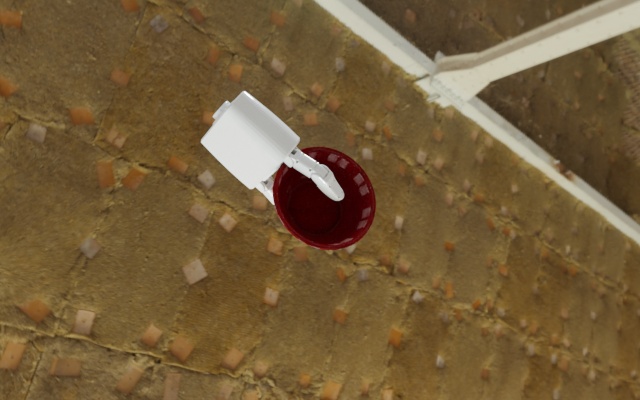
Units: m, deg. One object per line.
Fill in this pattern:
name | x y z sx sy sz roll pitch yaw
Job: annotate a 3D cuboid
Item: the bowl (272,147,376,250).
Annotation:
bowl | 0.001 0.004 0.723 0.162 0.162 0.055 0 -20 -20
